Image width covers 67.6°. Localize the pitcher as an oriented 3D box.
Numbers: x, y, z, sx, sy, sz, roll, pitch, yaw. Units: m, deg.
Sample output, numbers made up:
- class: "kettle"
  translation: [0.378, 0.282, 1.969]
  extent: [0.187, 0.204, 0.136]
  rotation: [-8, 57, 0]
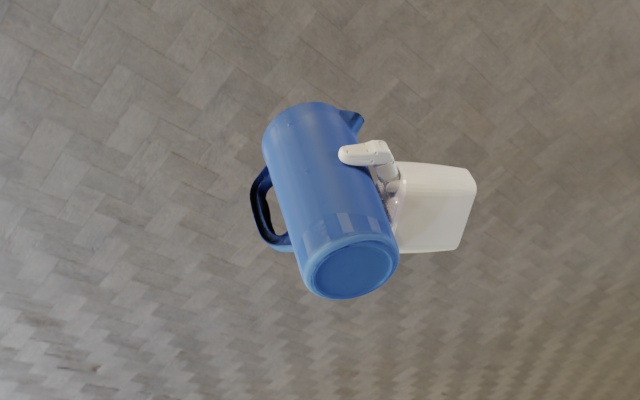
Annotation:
- class: "pitcher"
  translation: [0.000, 0.002, 0.590]
  extent: [0.145, 0.149, 0.242]
  rotation: [1, 41, -18]
